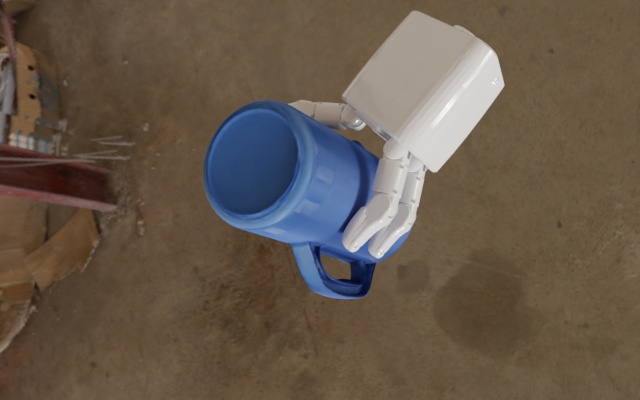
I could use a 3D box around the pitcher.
[{"bbox_3d":[0.000,0.001,0.477,0.149,0.145,0.243,44,10,27],"label":"pitcher"}]
